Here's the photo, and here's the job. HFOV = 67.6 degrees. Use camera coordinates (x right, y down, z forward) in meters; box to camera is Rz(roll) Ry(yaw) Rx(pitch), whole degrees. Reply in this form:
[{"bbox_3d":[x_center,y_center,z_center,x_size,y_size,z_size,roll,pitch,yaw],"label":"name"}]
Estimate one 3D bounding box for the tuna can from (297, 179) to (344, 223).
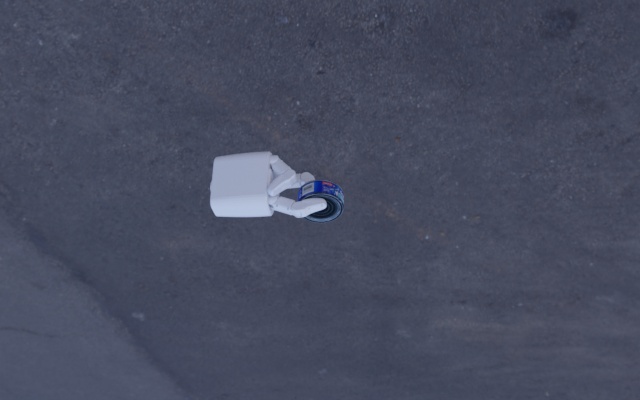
[{"bbox_3d":[0.000,0.003,0.867,0.086,0.033,0.086,0,-41,0],"label":"tuna can"}]
